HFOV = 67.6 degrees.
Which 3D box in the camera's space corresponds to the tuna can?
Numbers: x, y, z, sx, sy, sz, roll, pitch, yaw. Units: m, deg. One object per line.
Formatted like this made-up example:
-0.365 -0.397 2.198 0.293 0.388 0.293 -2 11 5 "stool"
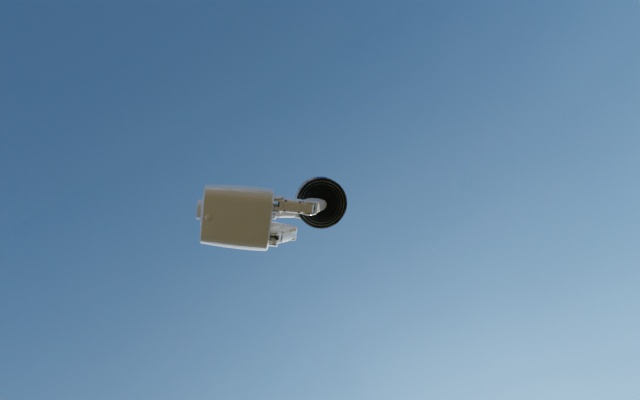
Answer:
0.000 0.003 0.808 0.086 0.086 0.033 0 9 -7 "tuna can"
